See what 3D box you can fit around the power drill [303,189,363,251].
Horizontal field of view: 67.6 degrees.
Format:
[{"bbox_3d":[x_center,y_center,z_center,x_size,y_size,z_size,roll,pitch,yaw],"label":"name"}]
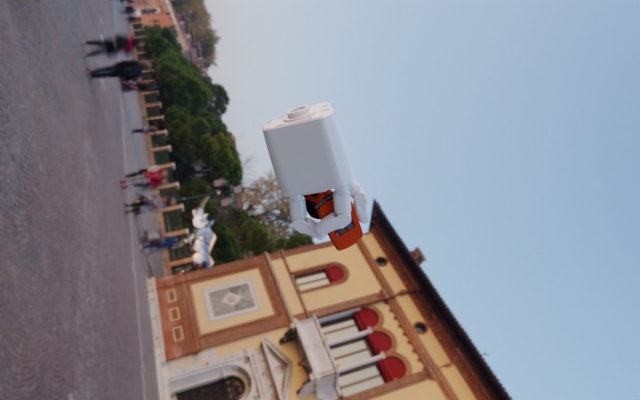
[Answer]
[{"bbox_3d":[0.000,0.003,0.825,0.057,0.185,0.187,-34,42,-8],"label":"power drill"}]
